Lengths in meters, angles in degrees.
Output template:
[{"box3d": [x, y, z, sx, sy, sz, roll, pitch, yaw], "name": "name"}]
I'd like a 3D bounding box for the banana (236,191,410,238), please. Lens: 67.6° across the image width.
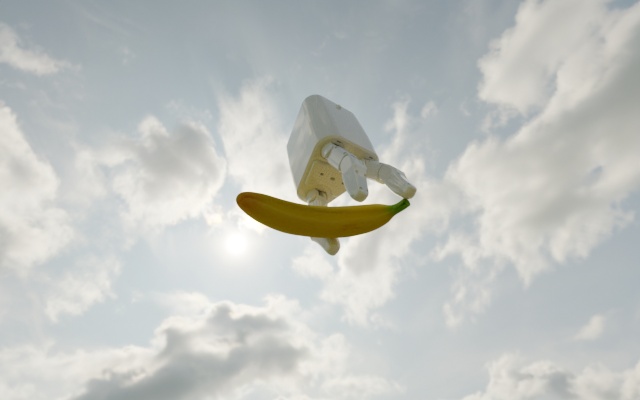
[{"box3d": [0.000, 0.015, 0.549, 0.198, 0.070, 0.037, 0, 45, -17], "name": "banana"}]
